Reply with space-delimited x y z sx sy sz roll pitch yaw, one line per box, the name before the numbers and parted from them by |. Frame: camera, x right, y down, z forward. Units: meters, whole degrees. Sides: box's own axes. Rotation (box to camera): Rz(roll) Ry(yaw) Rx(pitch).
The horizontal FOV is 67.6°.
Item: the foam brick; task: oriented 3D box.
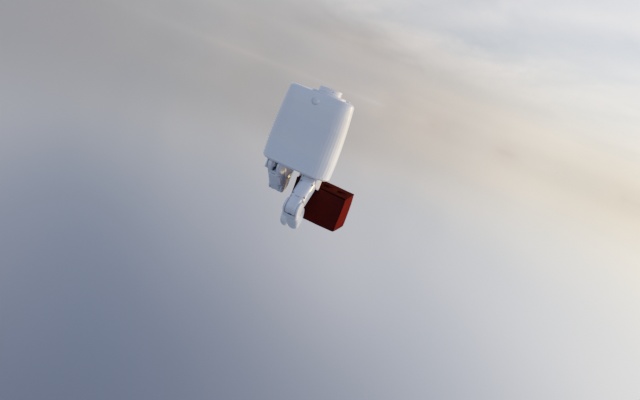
foam brick | 0.000 0.002 0.673 0.078 0.051 0.053 25 14 12
